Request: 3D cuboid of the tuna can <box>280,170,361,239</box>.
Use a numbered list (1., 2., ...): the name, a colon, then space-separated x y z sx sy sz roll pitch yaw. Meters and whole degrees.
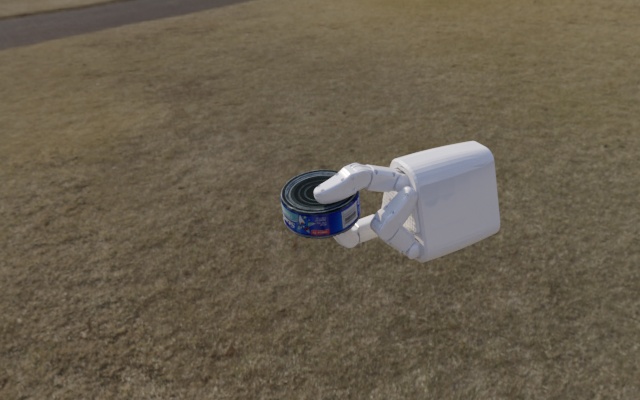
1. tuna can: 0.000 0.001 0.517 0.086 0.034 0.086 -5 35 3
